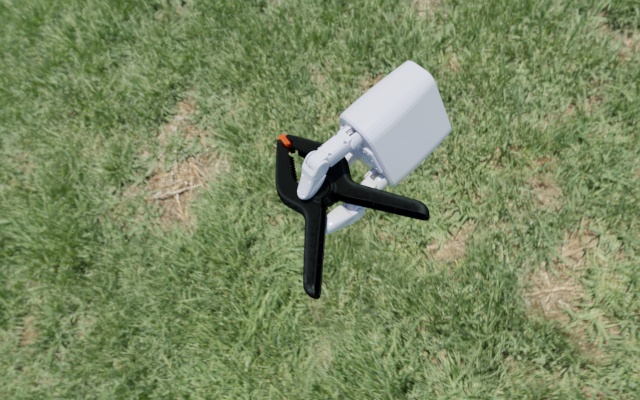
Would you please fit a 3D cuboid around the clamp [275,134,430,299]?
[{"bbox_3d":[0.000,0.001,0.570,0.210,0.164,0.036,46,-7,28],"label":"clamp"}]
